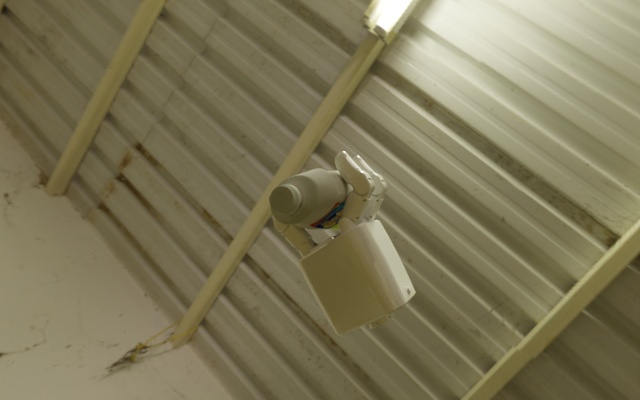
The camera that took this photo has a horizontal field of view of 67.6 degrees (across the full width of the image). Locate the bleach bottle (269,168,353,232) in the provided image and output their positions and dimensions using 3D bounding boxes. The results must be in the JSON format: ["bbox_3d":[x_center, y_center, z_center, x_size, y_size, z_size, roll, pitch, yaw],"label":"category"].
[{"bbox_3d":[0.000,0.002,0.609,0.102,0.068,0.251,-33,-11,19],"label":"bleach bottle"}]
